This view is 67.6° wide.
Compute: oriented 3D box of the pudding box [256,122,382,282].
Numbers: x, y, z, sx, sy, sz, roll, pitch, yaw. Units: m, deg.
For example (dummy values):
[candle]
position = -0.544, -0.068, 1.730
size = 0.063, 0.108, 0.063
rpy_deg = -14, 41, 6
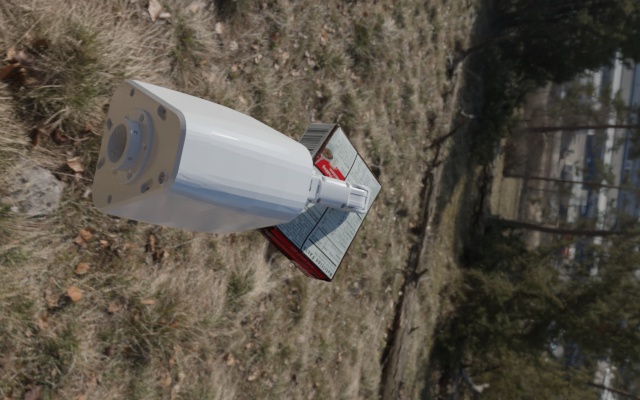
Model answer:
[pudding box]
position = 0.000, 0.001, 0.422
size = 0.039, 0.113, 0.090
rpy_deg = 9, -31, 44
